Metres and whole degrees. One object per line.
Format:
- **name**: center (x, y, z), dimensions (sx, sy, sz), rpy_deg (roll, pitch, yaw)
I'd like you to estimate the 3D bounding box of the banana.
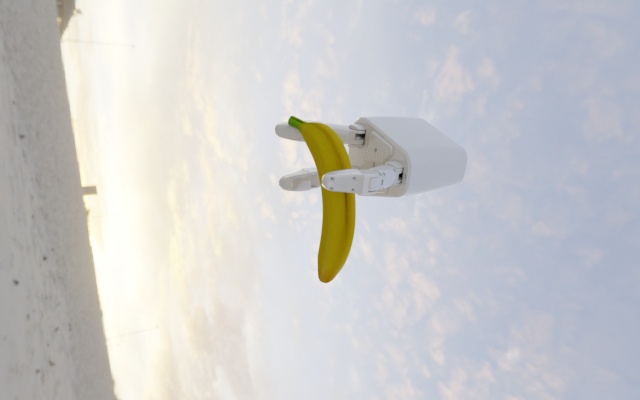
- **banana**: center (0.011, -0.003, 0.535), dimensions (0.037, 0.198, 0.069), rpy_deg (-12, 4, -36)
